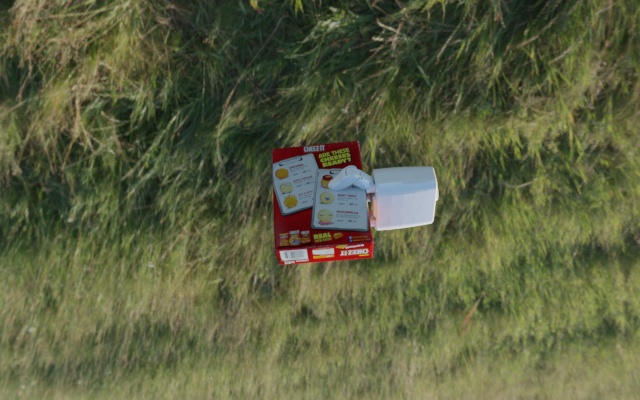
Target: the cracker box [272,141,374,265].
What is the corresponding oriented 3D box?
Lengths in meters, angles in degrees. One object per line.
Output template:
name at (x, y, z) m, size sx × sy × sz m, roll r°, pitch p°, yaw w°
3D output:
cracker box at (0.000, 0.003, 0.852) m, size 0.164 × 0.213 × 0.072 m, roll -5°, pitch -33°, yaw 0°
